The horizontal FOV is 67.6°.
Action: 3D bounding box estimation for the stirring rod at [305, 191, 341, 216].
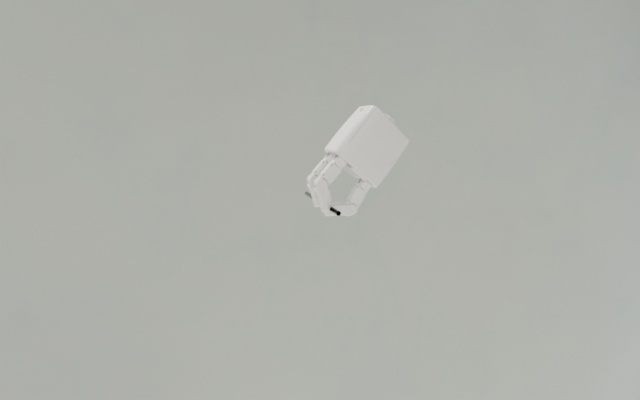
[{"bbox_3d":[0.000,0.003,0.893,0.011,0.011,0.239,0,9,-14],"label":"stirring rod"}]
